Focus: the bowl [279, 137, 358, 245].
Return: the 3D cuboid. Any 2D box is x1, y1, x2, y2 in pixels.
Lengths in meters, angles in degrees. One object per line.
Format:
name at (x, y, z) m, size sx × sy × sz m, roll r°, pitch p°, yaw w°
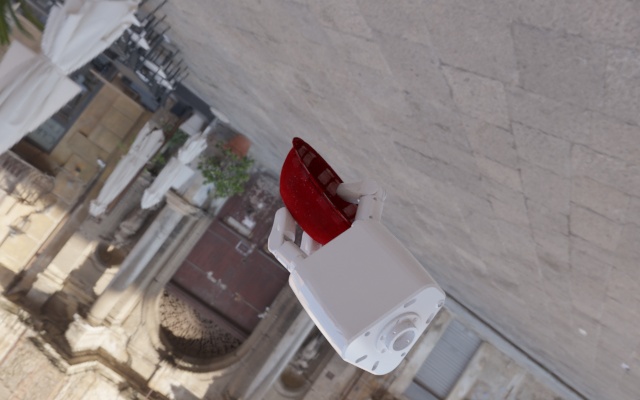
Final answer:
bowl at (0.000, 0.001, 0.582) m, size 0.055 × 0.162 × 0.162 m, roll -38°, pitch -9°, yaw 12°
